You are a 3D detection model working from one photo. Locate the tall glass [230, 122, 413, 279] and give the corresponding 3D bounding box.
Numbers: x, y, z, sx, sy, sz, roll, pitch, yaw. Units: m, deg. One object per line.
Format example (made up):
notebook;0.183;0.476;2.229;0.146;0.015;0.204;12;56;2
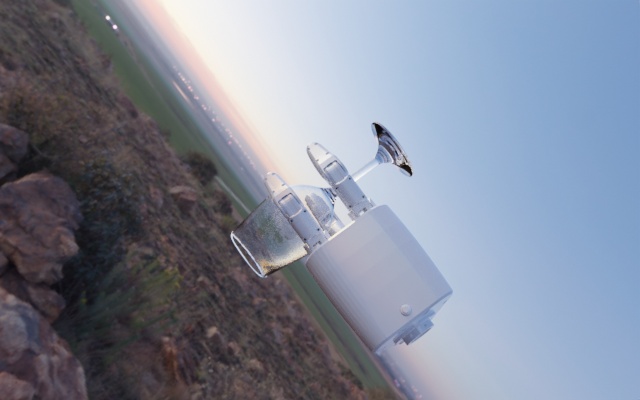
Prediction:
tall glass;0.001;0.001;0.525;0.201;0.079;0.079;-36;2;-3
